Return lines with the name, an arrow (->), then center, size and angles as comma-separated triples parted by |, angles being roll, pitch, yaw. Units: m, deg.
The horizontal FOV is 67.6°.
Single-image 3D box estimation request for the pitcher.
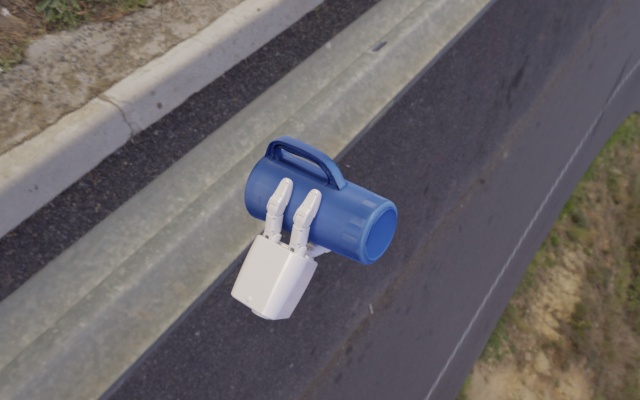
pitcher -> 0.000, 0.003, 0.792 | 0.242, 0.145, 0.149 | 24, -5, 31
